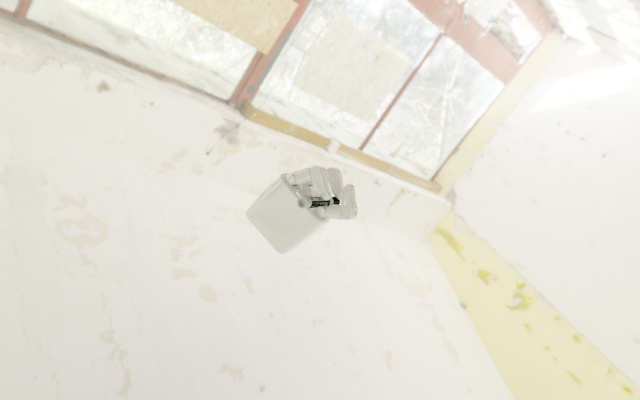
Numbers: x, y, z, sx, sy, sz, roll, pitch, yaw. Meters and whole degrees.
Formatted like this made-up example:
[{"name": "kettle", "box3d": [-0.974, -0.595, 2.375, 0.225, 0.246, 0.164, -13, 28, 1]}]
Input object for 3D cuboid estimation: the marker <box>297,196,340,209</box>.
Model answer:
[{"name": "marker", "box3d": [0.000, 0.003, 0.792, 0.020, 0.020, 0.121, 0, 1, 29]}]
